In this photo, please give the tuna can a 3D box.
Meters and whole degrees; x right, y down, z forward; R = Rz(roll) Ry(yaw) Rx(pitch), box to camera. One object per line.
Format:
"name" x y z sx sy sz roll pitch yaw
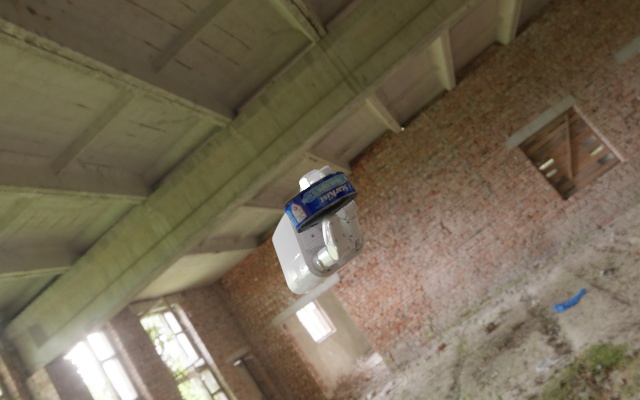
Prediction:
"tuna can" 0.000 0.001 0.567 0.086 0.033 0.086 -32 -9 -5
